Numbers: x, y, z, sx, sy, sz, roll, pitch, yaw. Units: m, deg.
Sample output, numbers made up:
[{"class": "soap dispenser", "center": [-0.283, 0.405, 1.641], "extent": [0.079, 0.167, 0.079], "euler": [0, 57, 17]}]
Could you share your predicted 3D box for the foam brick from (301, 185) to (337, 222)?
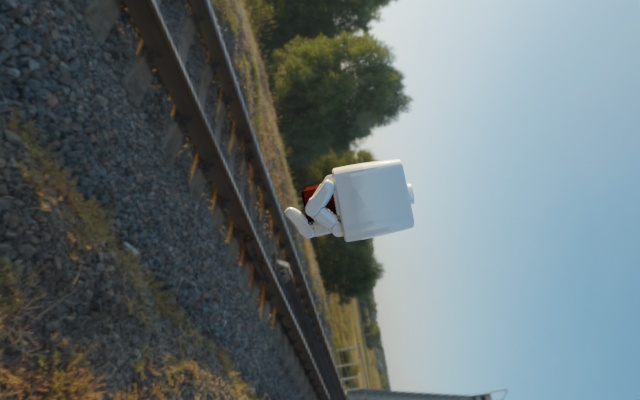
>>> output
[{"class": "foam brick", "center": [0.000, 0.002, 0.795], "extent": [0.051, 0.053, 0.078], "euler": [-11, 6, 3]}]
